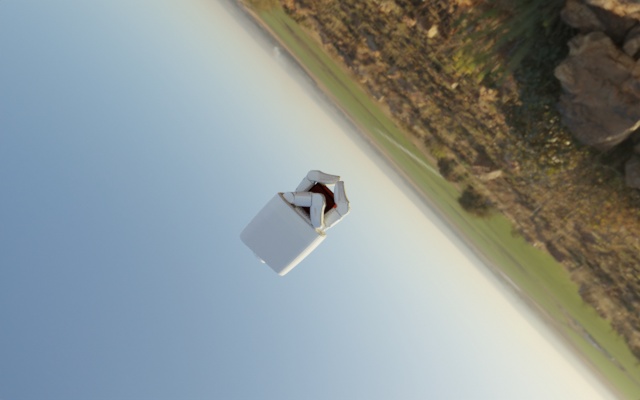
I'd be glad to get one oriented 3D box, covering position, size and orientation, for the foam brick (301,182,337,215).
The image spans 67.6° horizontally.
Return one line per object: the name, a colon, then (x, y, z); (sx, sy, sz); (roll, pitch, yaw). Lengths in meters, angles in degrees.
foam brick: (0.000, 0.003, 0.873); (0.053, 0.051, 0.078); (46, 7, 8)
